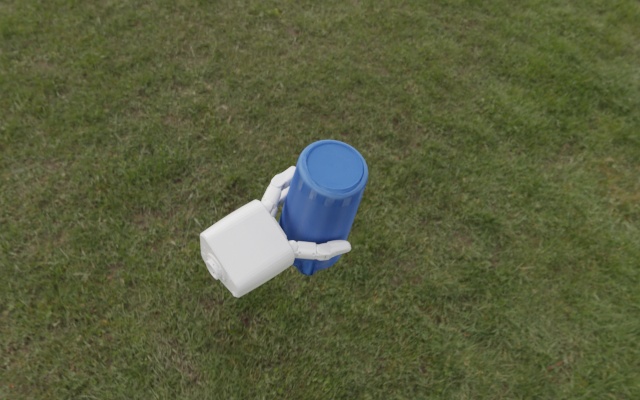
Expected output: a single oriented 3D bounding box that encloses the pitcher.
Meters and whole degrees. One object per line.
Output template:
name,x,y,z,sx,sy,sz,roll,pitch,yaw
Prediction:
pitcher,0.000,0.003,0.808,0.145,0.149,0.243,-30,-22,-27
